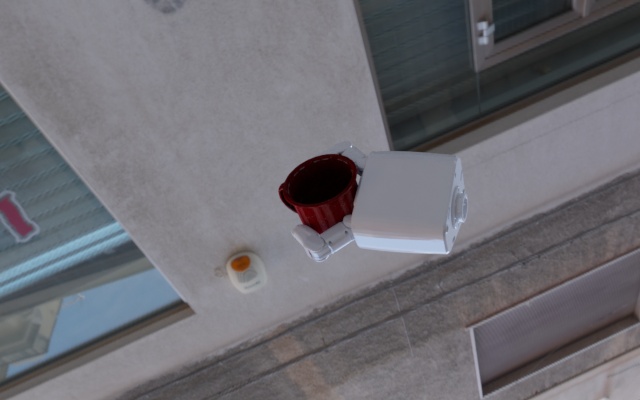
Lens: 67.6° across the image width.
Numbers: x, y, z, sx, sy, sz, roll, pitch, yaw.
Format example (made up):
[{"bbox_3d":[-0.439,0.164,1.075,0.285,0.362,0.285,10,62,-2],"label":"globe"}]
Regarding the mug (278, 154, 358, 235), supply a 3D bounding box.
[{"bbox_3d":[-0.001,0.002,0.599,0.117,0.093,0.082,4,-42,29],"label":"mug"}]
